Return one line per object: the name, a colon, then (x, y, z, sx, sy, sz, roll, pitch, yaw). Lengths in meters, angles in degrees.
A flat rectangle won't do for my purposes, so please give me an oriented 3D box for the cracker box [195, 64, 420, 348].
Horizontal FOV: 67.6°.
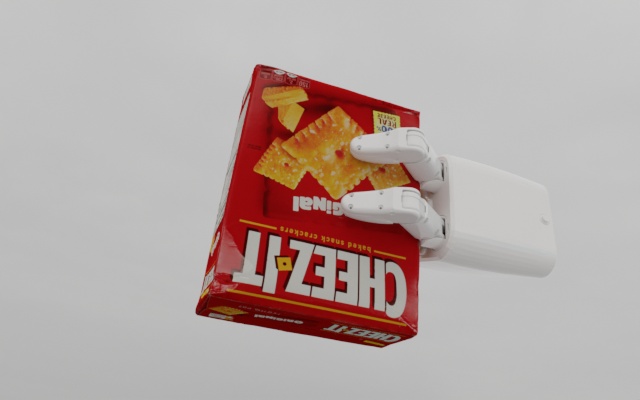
cracker box: (0.000, 0.001, 0.410, 0.164, 0.213, 0.072, 14, -29, -14)
